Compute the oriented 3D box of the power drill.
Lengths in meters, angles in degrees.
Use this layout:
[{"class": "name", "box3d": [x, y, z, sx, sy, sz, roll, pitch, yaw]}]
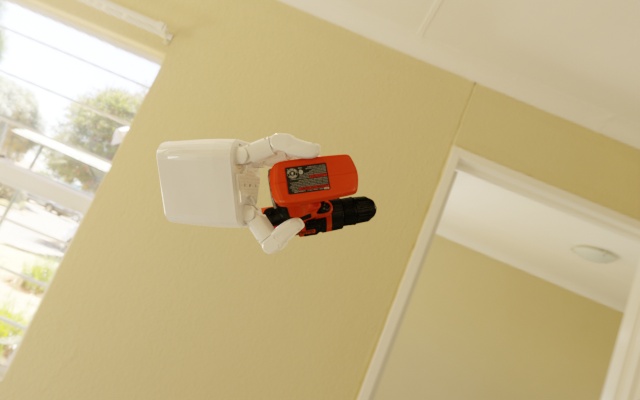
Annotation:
[{"class": "power drill", "box3d": [0.000, 0.002, 0.648, 0.184, 0.057, 0.188, -10, -19, -9]}]
